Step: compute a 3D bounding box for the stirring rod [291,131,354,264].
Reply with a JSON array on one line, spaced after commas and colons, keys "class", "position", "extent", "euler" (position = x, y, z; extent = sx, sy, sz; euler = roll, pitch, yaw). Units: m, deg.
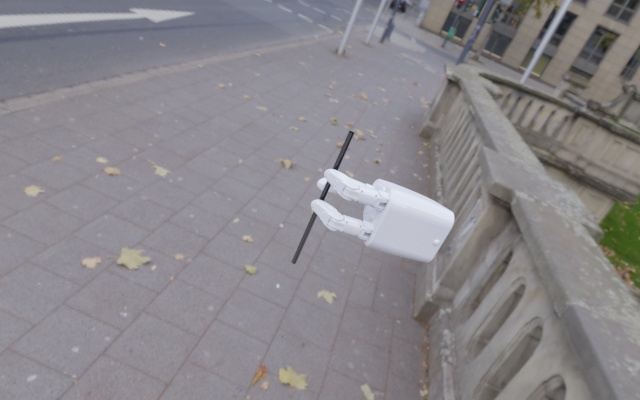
[{"class": "stirring rod", "position": [0.000, 0.002, 0.727], "extent": [0.011, 0.240, 0.011], "euler": [19, 27, -10]}]
